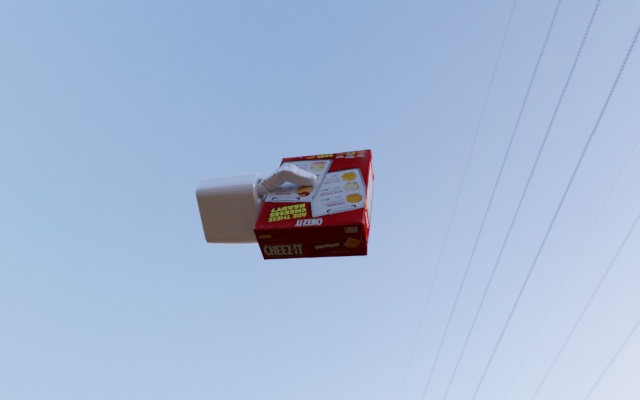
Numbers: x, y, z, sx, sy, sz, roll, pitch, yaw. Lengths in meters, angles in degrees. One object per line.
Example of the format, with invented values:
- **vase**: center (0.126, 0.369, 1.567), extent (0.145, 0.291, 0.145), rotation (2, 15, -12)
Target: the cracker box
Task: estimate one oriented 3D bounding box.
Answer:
- **cracker box**: center (0.000, 0.002, 0.776), extent (0.164, 0.072, 0.213), rotation (-4, 34, 12)
